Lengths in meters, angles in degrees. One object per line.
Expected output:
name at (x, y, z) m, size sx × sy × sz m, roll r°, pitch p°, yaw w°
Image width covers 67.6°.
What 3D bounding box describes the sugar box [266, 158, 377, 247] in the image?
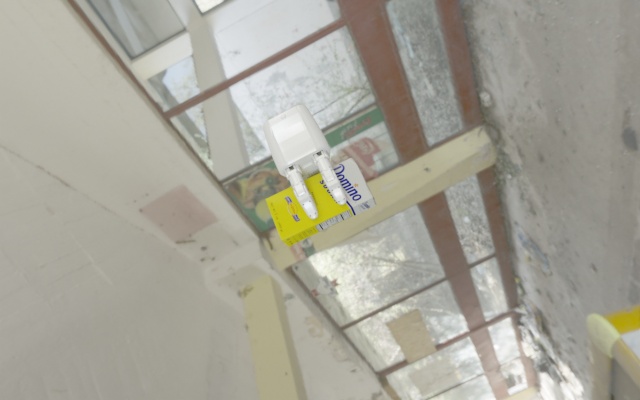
sugar box at (0.000, 0.003, 0.850) m, size 0.176 × 0.093 × 0.048 m, roll -27°, pitch -27°, yaw 5°
